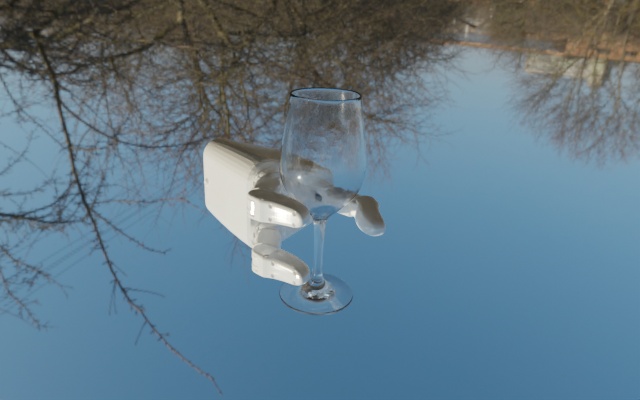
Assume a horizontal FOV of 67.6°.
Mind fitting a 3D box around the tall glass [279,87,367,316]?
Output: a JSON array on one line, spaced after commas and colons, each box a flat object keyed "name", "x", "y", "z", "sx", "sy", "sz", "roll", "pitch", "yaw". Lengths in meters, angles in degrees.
[{"name": "tall glass", "x": 0.000, "y": 0.002, "z": 0.442, "sx": 0.079, "sy": 0.201, "sz": 0.079, "roll": 3, "pitch": 23, "yaw": -1}]
